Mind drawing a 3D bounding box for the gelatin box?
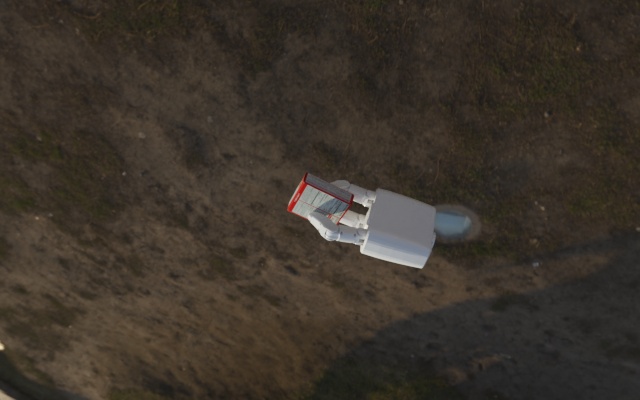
[{"bbox_3d":[0.000,0.003,0.789,0.089,0.030,0.073,25,-47,-9],"label":"gelatin box"}]
